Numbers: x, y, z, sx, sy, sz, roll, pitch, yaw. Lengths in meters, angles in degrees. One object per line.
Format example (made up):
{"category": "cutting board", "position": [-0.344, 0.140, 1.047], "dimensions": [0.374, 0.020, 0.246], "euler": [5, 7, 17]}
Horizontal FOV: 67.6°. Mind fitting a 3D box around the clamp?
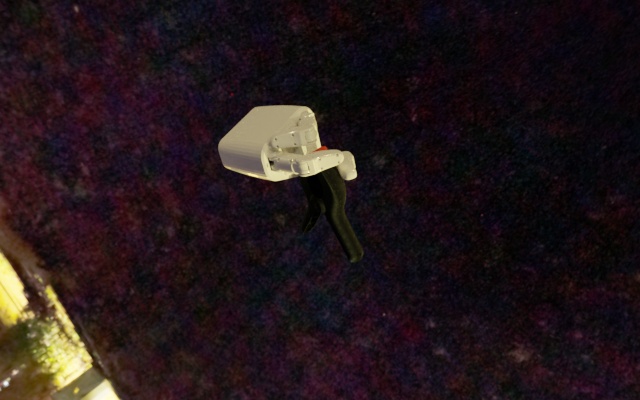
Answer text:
{"category": "clamp", "position": [0.000, 0.002, 0.677], "dimensions": [0.120, 0.171, 0.039], "euler": [13, 36, 42]}
